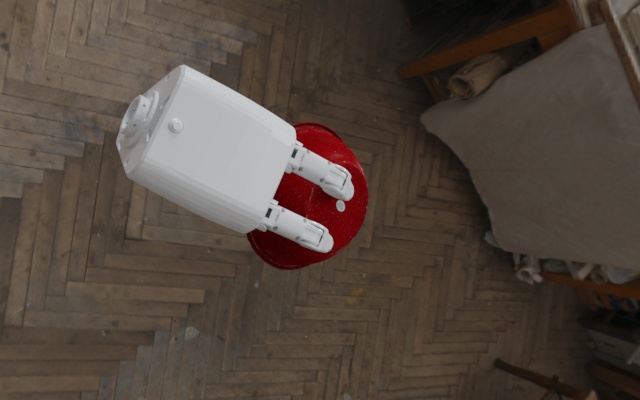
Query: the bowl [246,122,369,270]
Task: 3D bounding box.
[{"bbox_3d":[0.001,0.002,0.497,0.055,0.162,0.162,15,10,43],"label":"bowl"}]
